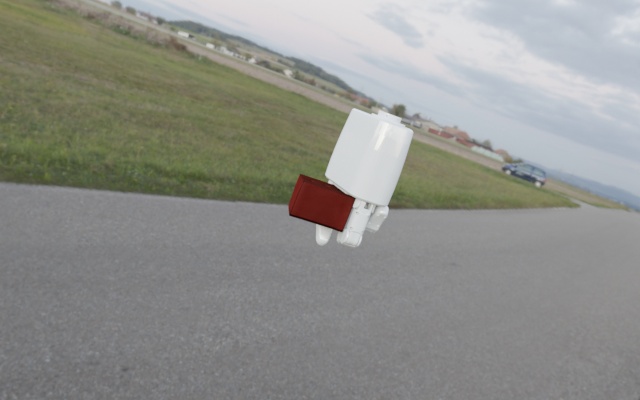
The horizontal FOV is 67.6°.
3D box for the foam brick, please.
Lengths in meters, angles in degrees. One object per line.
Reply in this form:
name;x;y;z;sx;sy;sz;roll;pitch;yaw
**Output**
foam brick;0.000;0.002;0.657;0.078;0.051;0.053;18;13;-12
